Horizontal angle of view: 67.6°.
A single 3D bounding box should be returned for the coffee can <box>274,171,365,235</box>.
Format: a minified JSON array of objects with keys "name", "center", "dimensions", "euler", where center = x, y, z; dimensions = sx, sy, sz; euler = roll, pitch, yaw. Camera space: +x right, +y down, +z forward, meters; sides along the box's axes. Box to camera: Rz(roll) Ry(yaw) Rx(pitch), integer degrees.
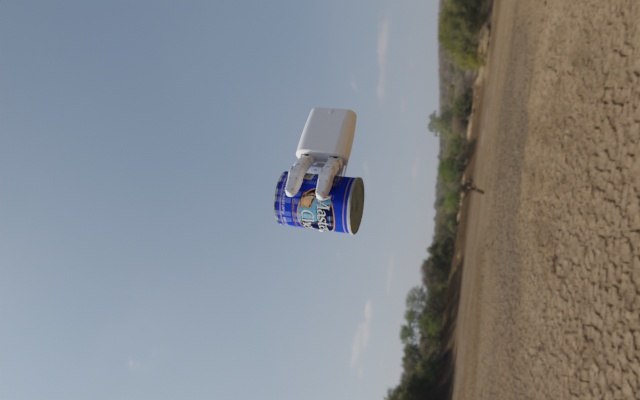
[{"name":"coffee can","center":[0.000,0.003,0.865],"dimensions":[0.140,0.103,0.103],"euler":[6,2,17]}]
